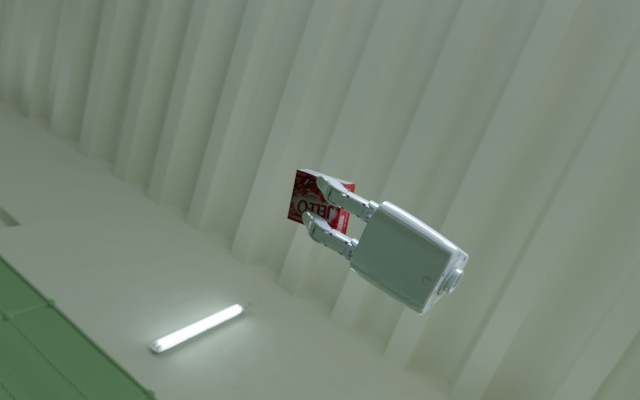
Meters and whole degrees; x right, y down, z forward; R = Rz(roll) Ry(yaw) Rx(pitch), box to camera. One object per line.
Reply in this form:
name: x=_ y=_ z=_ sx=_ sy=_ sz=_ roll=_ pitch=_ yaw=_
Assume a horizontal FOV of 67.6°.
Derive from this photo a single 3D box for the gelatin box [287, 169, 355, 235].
gelatin box: x=0.000 y=0.002 z=0.659 sx=0.089 sy=0.073 sz=0.030 roll=19 pitch=13 yaw=35
